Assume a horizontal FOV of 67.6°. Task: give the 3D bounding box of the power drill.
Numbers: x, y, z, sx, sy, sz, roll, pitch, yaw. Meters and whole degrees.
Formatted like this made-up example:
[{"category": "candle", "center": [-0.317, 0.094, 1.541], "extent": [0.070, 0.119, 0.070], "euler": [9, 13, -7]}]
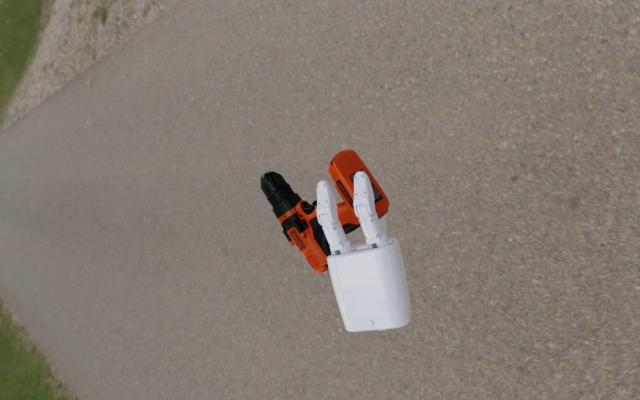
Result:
[{"category": "power drill", "center": [0.000, 0.002, 0.714], "extent": [0.057, 0.184, 0.188], "euler": [-33, -4, -42]}]
